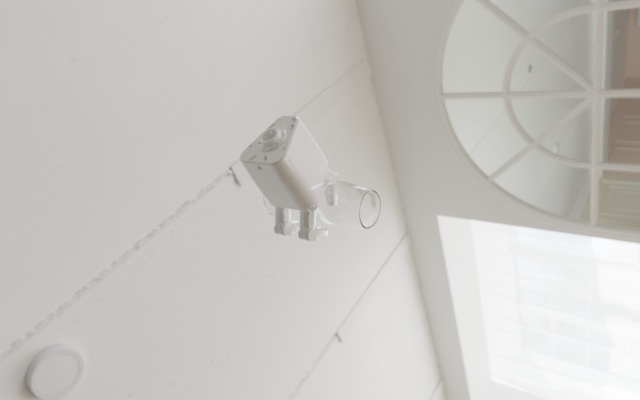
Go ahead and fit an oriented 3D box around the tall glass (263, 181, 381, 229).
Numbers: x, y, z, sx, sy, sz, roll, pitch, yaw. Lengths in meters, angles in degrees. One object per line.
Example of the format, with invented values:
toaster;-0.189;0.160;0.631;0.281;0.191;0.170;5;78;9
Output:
tall glass;0.000;0.003;0.806;0.201;0.079;0.079;8;5;38
